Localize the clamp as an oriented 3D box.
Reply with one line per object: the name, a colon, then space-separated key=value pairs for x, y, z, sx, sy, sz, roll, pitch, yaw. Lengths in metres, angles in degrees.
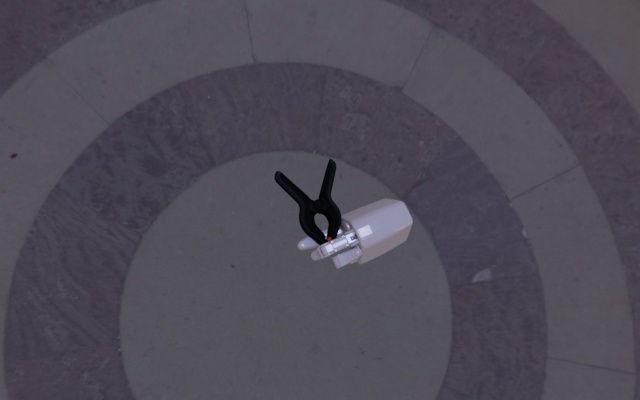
clamp: x=0.000 y=0.003 z=0.888 sx=0.120 sy=0.171 sz=0.039 roll=-24 pitch=-8 yaw=-11
